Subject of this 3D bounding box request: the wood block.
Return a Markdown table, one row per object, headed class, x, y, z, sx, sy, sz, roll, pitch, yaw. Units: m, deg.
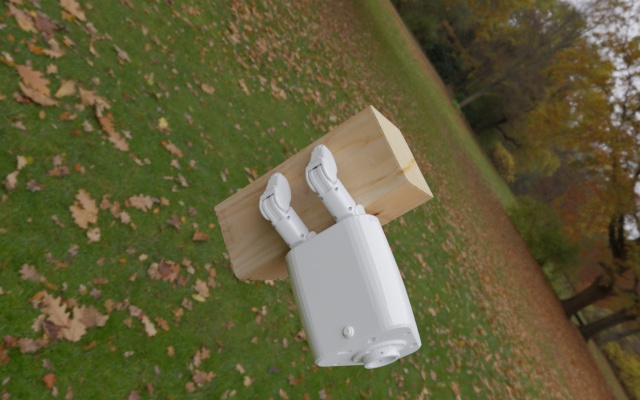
| class | x | y | z | sx | sy | sz | roll | pitch | yaw |
| --- | --- | --- | --- | --- | --- | --- | --- | --- | --- |
| wood block | 0.000 | 0.002 | 0.513 | 0.206 | 0.090 | 0.091 | -31 | -22 | 20 |
